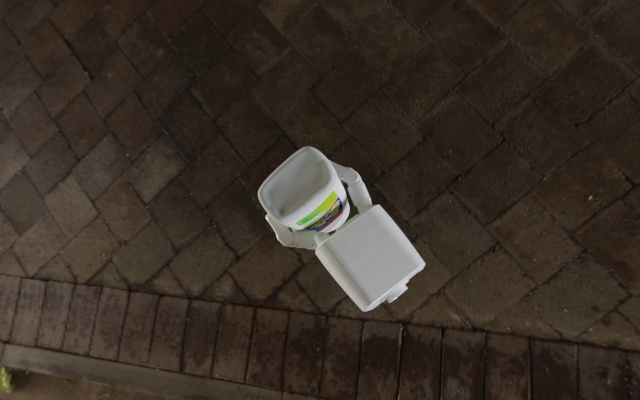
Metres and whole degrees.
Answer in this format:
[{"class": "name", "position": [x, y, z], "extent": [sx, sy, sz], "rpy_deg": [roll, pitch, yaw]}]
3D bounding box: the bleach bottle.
[{"class": "bleach bottle", "position": [0.000, 0.002, 0.694], "extent": [0.102, 0.068, 0.251], "rpy_deg": [-40, -17, 6]}]
